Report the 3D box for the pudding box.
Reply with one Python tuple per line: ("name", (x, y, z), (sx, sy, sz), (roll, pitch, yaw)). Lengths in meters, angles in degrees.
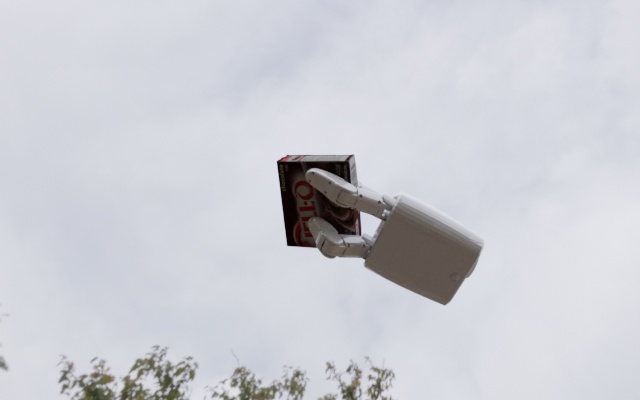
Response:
("pudding box", (0.000, 0.002, 0.572), (0.090, 0.113, 0.039), (1, 18, 19))
